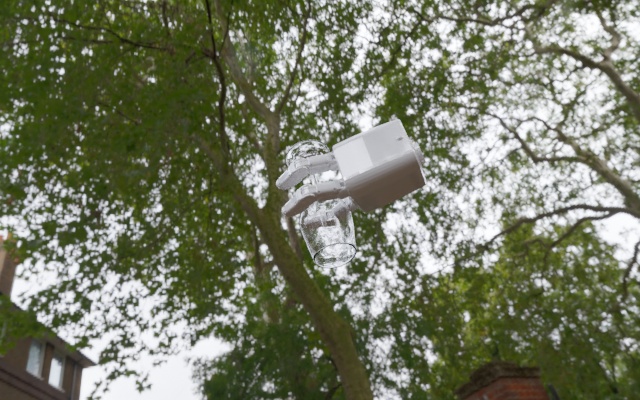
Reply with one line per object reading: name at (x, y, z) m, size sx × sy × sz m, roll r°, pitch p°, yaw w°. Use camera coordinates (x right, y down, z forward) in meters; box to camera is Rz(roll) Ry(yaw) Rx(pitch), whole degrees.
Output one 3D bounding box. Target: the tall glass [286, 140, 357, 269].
tall glass at (0.000, 0.002, 0.722) m, size 0.079 × 0.201 × 0.079 m, roll -9°, pitch -39°, yaw -7°
